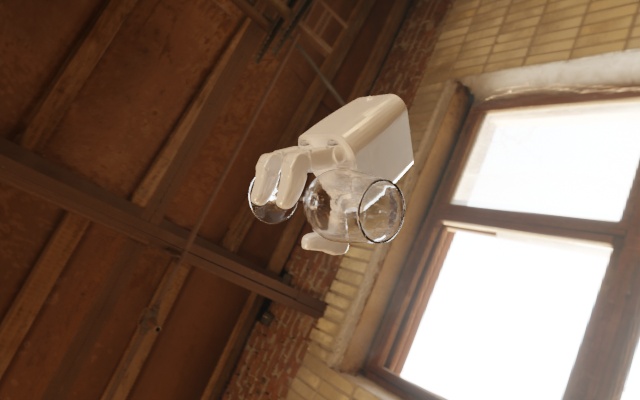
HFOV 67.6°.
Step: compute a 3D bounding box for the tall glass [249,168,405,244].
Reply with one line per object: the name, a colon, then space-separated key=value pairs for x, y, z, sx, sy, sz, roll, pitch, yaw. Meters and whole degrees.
tall glass: x=0.000 y=0.002 z=0.533 sx=0.079 sy=0.079 sz=0.201 roll=0 pitch=5 yaw=-37
